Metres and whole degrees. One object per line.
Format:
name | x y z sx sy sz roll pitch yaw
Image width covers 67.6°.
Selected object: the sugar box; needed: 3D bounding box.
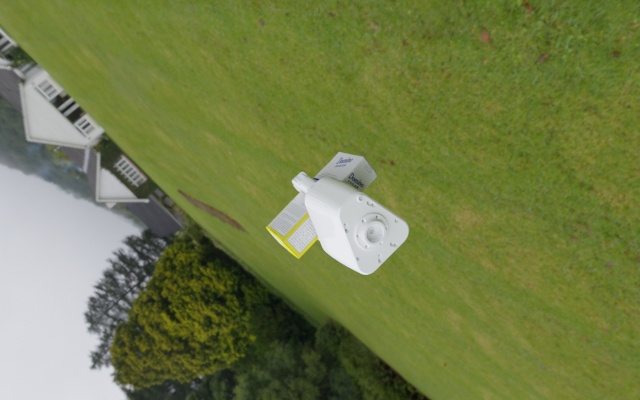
sugar box | 0.000 0.003 0.740 0.176 0.048 0.093 -44 24 -9
